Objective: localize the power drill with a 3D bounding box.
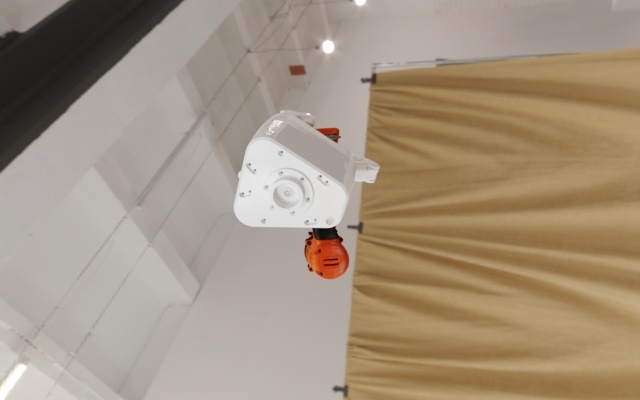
[{"bbox_3d":[0.000,0.002,0.638,0.057,0.187,0.184,-7,2,-6],"label":"power drill"}]
